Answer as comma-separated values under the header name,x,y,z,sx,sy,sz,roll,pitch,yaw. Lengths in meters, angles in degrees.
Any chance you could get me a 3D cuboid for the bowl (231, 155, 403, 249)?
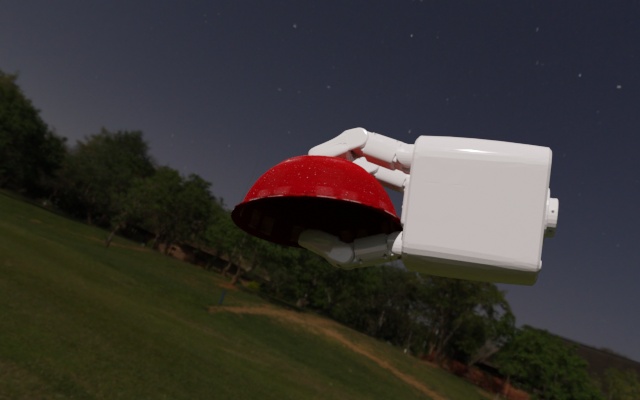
name,x,y,z,sx,sy,sz,roll,pitch,yaw
bowl,-0.001,0.001,0.452,0.162,0.055,0.162,4,-21,2
